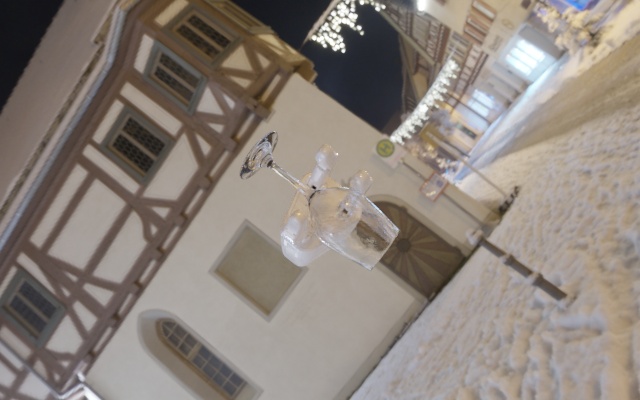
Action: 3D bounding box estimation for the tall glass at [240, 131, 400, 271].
[{"bbox_3d":[0.000,0.002,0.593,0.201,0.079,0.079,37,6,9],"label":"tall glass"}]
